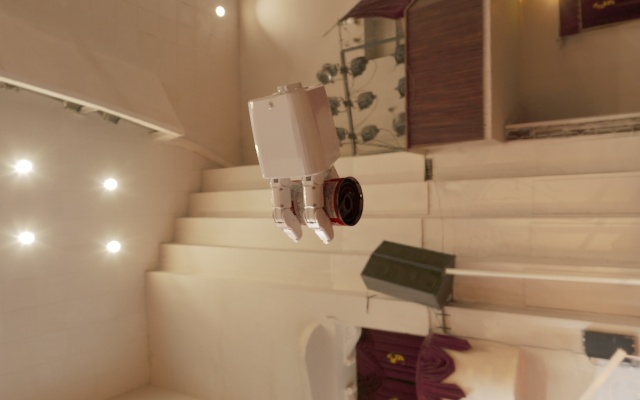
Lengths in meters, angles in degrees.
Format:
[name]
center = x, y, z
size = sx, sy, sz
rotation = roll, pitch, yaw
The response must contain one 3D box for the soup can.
[soup can]
center = 0.000, 0.003, 0.673
size = 0.102, 0.068, 0.068
rotation = -1, -1, 35
